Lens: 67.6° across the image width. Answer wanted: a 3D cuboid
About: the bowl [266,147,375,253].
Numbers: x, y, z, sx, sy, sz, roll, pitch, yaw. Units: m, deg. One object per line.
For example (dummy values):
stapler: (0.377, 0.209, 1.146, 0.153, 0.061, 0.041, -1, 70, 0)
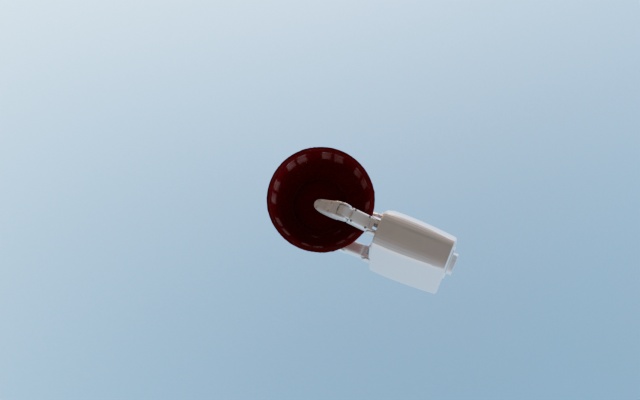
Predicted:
bowl: (-0.001, 0.002, 0.732, 0.162, 0.162, 0.055, 0, -12, -1)
